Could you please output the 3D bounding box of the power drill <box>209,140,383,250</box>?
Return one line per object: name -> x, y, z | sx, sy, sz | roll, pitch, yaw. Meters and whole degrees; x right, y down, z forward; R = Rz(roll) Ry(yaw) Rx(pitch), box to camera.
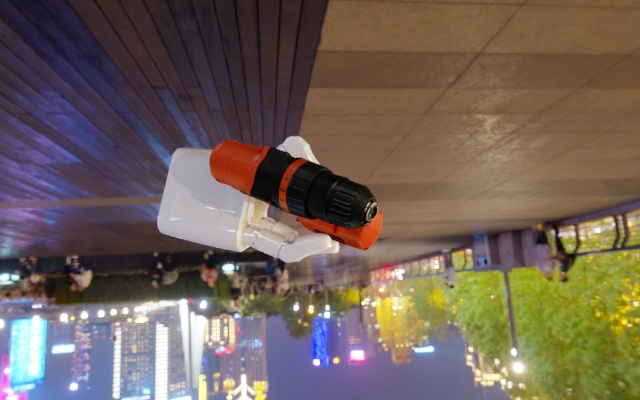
power drill -> 0.000, 0.002, 0.502 | 0.184, 0.057, 0.188 | 22, -7, 31
